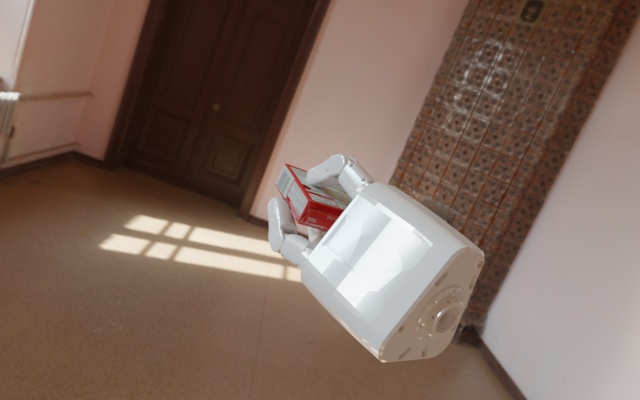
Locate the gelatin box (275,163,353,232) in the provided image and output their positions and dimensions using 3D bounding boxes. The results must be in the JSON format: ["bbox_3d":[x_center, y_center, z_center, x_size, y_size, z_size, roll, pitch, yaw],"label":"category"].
[{"bbox_3d":[0.000,0.001,0.496,0.073,0.030,0.089,18,20,-30],"label":"gelatin box"}]
